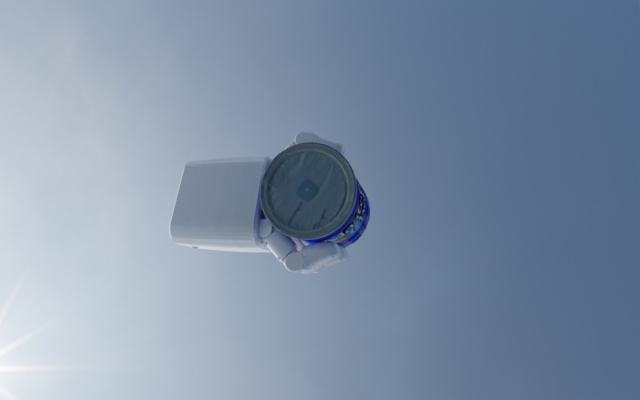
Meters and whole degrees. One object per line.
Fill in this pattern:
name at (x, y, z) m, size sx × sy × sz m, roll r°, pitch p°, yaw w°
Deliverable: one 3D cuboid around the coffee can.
coffee can at (0.000, 0.002, 0.557) m, size 0.103 × 0.102 × 0.140 m, roll 0°, pitch -11°, yaw 12°
